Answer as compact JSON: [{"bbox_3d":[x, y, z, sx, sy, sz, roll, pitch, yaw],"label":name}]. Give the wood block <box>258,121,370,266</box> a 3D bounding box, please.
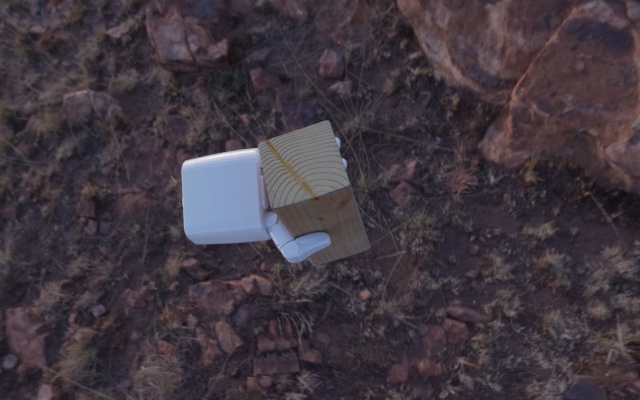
[{"bbox_3d":[0.000,0.002,0.615,0.090,0.090,0.206,-17,-27,4],"label":"wood block"}]
